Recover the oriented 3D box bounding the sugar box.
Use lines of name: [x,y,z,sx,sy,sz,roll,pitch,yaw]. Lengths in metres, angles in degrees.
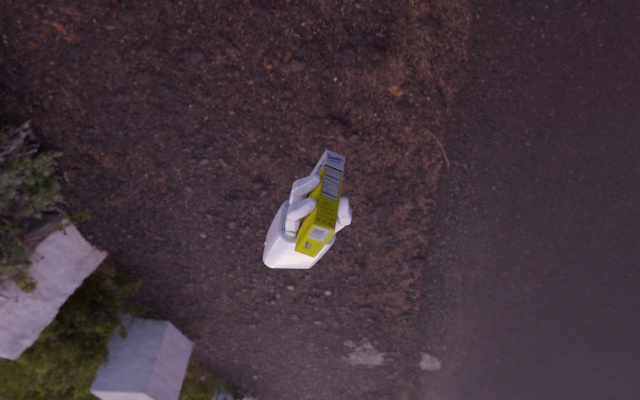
sugar box: [0.000,0.003,0.848,0.048,0.176,0.093,19,-42,-15]
